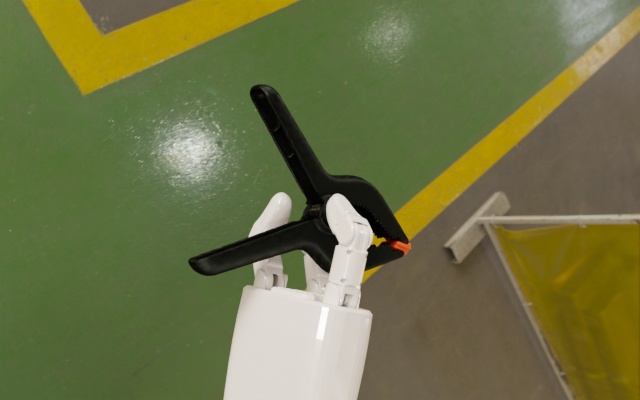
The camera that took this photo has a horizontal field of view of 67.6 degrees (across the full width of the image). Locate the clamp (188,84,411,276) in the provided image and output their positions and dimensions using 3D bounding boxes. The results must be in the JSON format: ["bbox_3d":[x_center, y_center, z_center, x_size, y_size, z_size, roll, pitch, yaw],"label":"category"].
[{"bbox_3d":[0.001,0.002,0.430,0.210,0.164,0.036,17,-10,-31],"label":"clamp"}]
